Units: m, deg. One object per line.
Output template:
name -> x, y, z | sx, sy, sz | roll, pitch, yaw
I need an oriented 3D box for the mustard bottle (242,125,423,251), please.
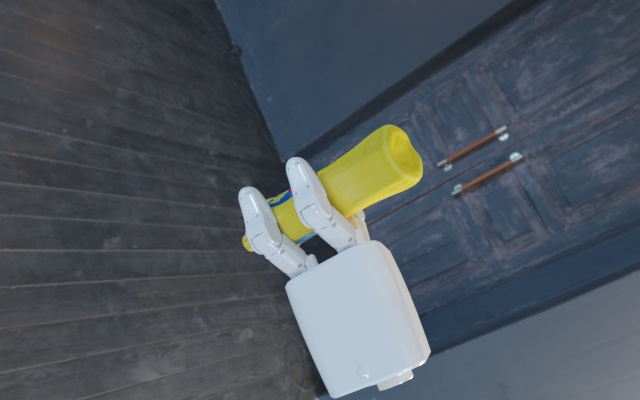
mustard bottle -> 0.000, 0.001, 0.454 | 0.192, 0.058, 0.096 | -31, 4, 25
